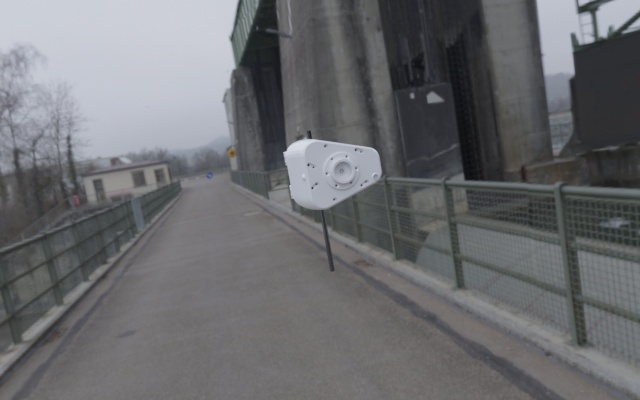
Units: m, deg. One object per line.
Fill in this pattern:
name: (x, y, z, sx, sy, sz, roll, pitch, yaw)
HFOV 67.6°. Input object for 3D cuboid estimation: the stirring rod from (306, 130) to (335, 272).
stirring rod: (0.000, 0.003, 0.803, 0.011, 0.239, 0.011, -10, 6, 1)
